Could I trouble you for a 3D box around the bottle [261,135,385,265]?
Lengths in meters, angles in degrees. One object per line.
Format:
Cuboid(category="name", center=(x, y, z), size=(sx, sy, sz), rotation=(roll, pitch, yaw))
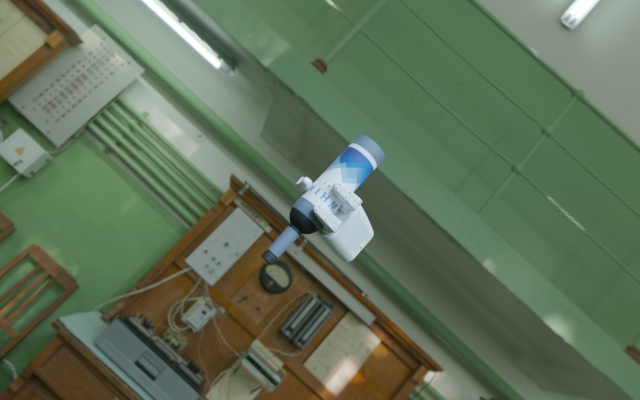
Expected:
Cuboid(category="bottle", center=(0.000, 0.003, 0.890), size=(0.069, 0.295, 0.069), rotation=(41, -12, 10))
